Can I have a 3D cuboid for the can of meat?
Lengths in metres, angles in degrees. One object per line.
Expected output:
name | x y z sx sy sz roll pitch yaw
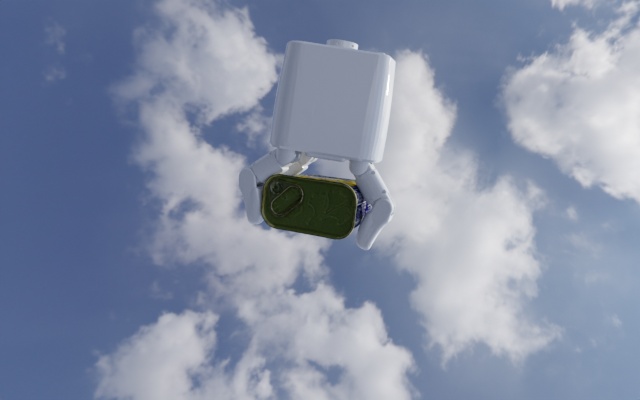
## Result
can of meat | 0.000 0.002 0.517 0.102 0.057 0.084 9 9 18
